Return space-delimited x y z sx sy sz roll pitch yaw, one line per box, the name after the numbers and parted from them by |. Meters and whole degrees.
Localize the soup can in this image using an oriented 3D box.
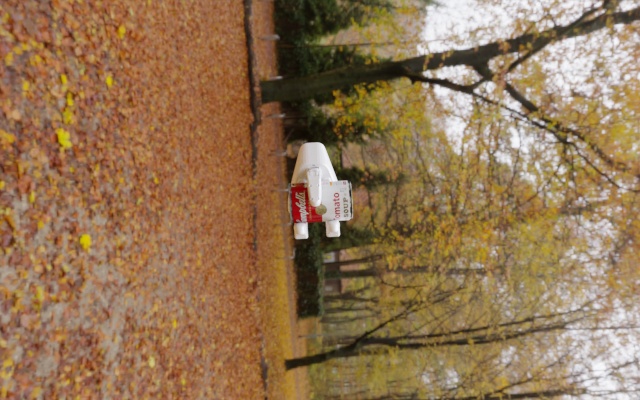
0.000 0.003 0.798 0.102 0.068 0.068 -3 0 -1 | soup can
